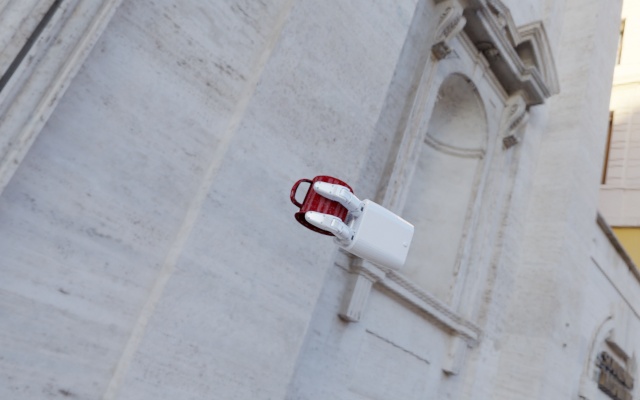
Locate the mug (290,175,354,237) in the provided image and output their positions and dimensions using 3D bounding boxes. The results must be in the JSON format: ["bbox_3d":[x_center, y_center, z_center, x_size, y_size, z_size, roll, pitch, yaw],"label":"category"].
[{"bbox_3d":[-0.001,0.002,0.852,0.117,0.081,0.093,28,-22,-16],"label":"mug"}]
